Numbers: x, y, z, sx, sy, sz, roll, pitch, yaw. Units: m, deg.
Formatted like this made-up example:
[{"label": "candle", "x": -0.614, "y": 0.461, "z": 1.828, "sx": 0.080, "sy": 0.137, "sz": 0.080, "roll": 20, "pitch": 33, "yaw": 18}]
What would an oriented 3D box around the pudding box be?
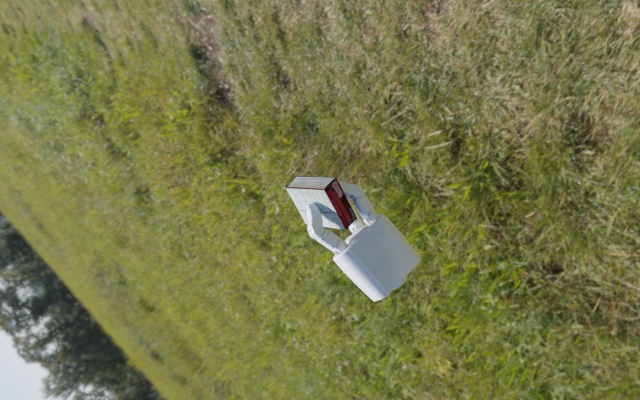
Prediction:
[{"label": "pudding box", "x": 0.000, "y": 0.003, "z": 0.839, "sx": 0.113, "sy": 0.090, "sz": 0.039, "roll": 4, "pitch": 40, "yaw": 47}]
